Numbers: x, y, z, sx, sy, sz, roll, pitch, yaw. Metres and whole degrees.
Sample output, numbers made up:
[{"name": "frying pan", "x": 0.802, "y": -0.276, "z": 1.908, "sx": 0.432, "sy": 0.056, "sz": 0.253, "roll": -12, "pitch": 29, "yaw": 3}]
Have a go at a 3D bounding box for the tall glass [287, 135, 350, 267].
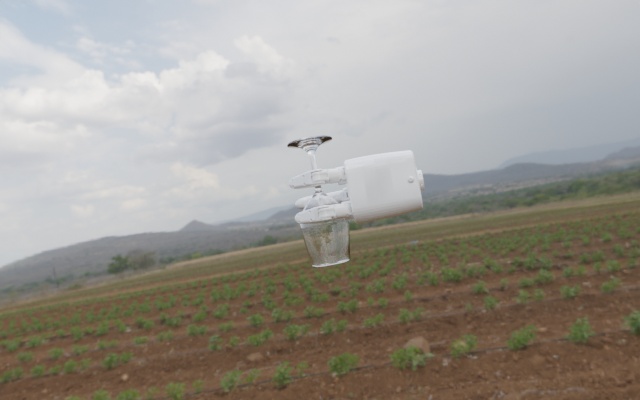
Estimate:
[{"name": "tall glass", "x": 0.000, "y": 0.002, "z": 0.764, "sx": 0.079, "sy": 0.201, "sz": 0.079, "roll": -10, "pitch": -4, "yaw": -1}]
